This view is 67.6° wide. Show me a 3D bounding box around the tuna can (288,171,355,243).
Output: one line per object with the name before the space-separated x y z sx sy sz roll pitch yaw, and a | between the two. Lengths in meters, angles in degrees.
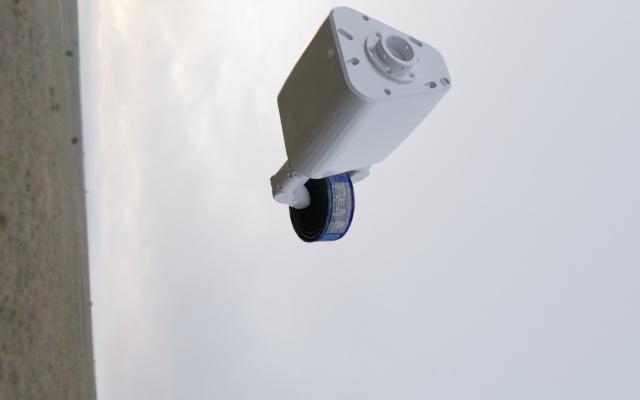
tuna can | 0.001 0.002 0.507 0.034 0.086 0.086 0 0 -31
